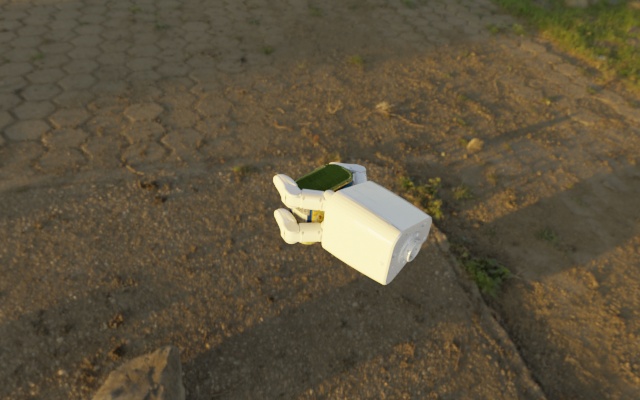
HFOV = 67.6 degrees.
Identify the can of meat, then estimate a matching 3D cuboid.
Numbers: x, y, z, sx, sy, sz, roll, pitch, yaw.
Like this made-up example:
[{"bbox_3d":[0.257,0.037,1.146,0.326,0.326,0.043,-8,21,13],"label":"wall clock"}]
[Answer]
[{"bbox_3d":[0.000,0.002,0.704,0.102,0.084,0.057,-30,51,-35],"label":"can of meat"}]
